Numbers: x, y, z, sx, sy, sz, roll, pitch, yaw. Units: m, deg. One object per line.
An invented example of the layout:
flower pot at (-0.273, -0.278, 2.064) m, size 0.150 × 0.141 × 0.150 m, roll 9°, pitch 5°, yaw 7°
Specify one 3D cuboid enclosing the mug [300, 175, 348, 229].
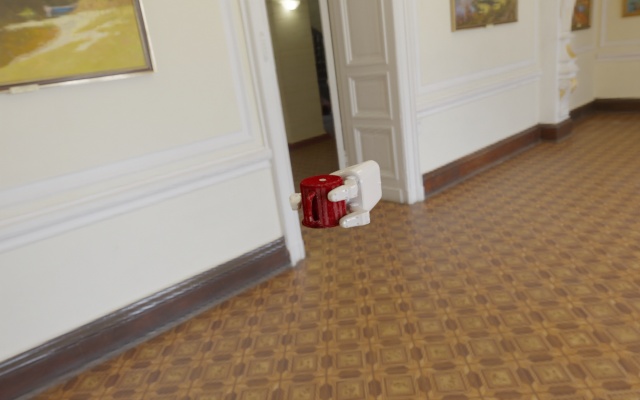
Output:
mug at (-0.001, 0.003, 0.886) m, size 0.093 × 0.081 × 0.117 m, roll 2°, pitch 18°, yaw 28°
